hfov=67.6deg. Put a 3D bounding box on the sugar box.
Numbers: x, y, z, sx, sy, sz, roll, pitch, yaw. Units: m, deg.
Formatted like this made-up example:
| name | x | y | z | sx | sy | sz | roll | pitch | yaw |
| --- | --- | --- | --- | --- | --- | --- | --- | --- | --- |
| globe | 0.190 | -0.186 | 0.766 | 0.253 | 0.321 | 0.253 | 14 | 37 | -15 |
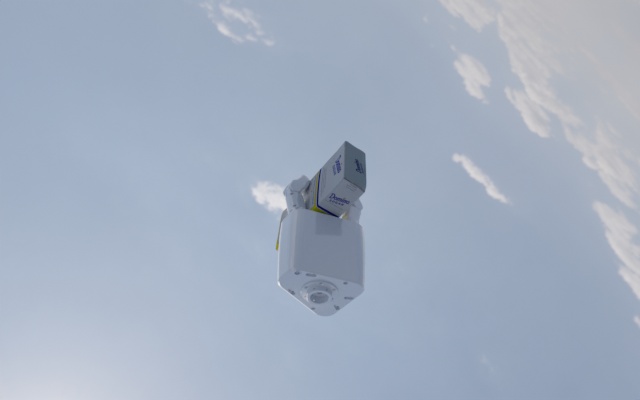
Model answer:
| name | x | y | z | sx | sy | sz | roll | pitch | yaw |
| --- | --- | --- | --- | --- | --- | --- | --- | --- | --- |
| sugar box | 0.000 | 0.003 | 0.718 | 0.048 | 0.093 | 0.176 | 31 | -54 | -21 |
